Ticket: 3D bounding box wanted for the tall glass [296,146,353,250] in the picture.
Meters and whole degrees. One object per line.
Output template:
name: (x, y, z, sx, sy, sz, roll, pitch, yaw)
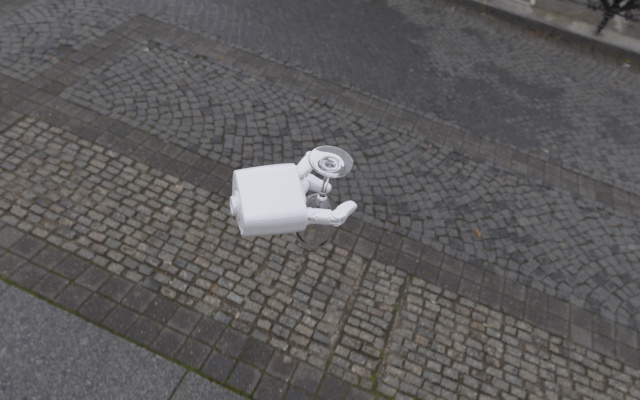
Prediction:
tall glass: (0.000, 0.002, 0.848, 0.079, 0.079, 0.201, 0, -43, -13)
